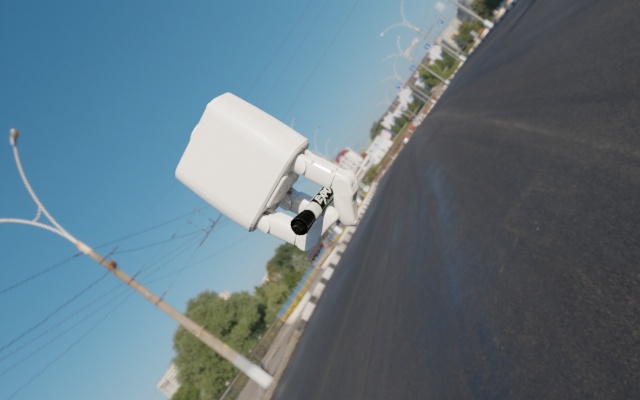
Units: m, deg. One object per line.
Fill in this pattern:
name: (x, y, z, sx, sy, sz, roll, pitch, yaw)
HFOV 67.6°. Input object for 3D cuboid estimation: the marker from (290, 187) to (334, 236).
marker: (0.000, 0.002, 0.482, 0.020, 0.020, 0.121, 0, 25, 24)
